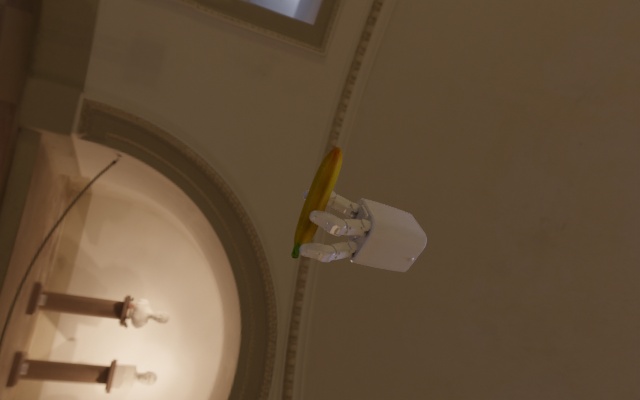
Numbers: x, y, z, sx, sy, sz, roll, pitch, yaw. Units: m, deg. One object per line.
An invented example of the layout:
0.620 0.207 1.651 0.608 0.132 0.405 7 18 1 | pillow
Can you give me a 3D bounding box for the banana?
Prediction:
-0.003 0.001 0.803 0.037 0.198 0.069 17 13 -12 | banana
